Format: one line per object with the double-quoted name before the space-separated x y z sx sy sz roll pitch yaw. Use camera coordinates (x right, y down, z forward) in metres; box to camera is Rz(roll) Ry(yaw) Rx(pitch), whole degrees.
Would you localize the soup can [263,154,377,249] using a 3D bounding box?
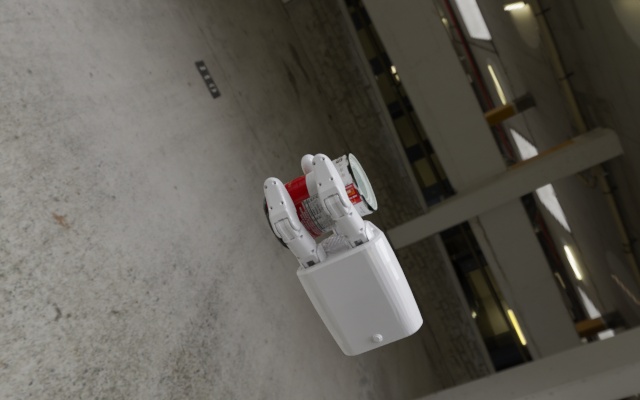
"soup can" 0.000 0.001 0.504 0.102 0.068 0.068 -25 -7 16
